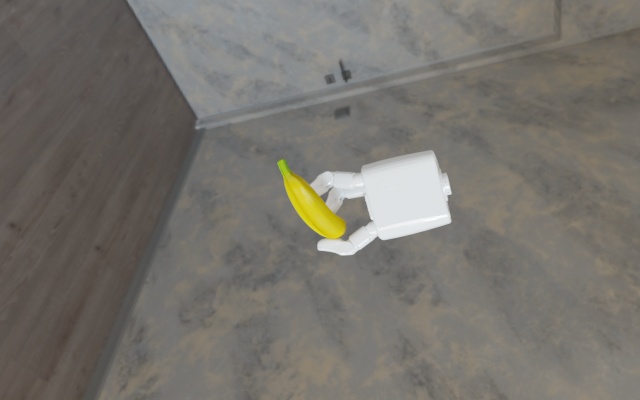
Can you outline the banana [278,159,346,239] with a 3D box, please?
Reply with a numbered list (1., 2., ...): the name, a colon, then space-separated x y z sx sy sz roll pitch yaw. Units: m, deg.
1. banana: 0.000 0.016 0.693 0.037 0.069 0.198 -18 -37 17
